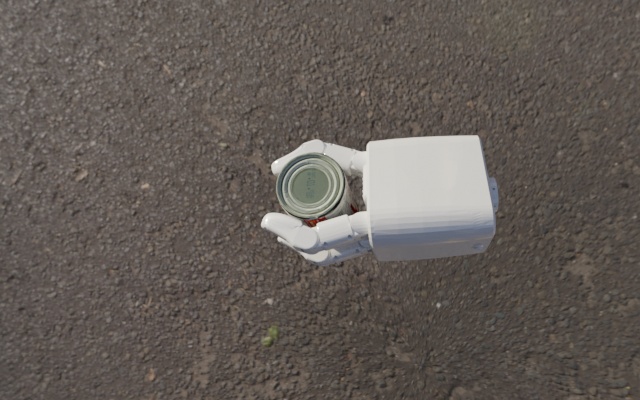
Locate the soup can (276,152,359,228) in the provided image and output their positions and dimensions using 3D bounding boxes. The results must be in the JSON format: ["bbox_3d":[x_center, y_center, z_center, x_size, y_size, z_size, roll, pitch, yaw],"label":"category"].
[{"bbox_3d":[0.000,0.001,0.484,0.068,0.068,0.102,0,-19,12],"label":"soup can"}]
